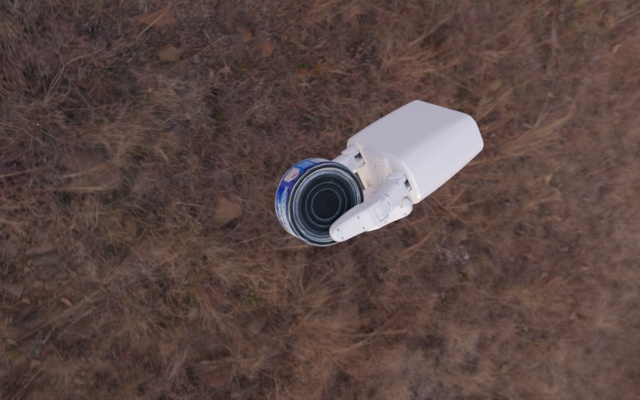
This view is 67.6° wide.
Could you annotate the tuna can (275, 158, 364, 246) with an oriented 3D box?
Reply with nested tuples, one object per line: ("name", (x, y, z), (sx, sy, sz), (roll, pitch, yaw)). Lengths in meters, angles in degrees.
("tuna can", (0.000, 0.002, 0.476), (0.086, 0.086, 0.033), (0, 11, -26))
